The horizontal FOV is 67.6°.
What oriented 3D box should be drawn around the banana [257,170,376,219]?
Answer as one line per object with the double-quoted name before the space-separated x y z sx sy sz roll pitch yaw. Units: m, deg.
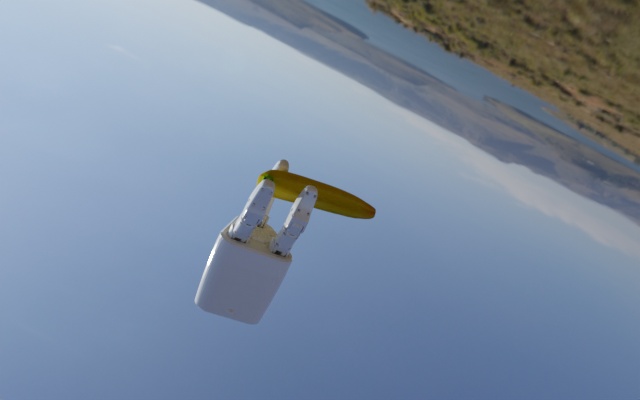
"banana" -0.012 -0.007 0.634 0.198 0.037 0.069 14 16 -40
